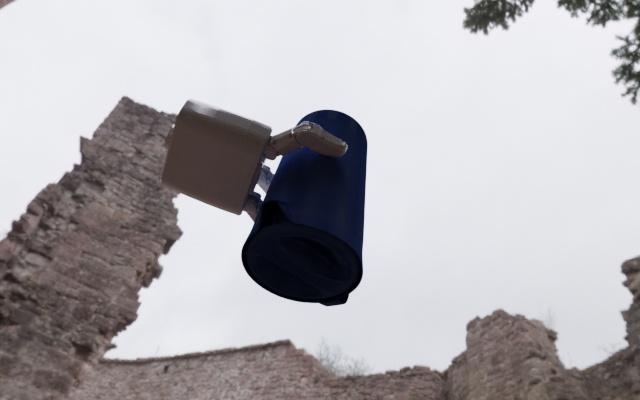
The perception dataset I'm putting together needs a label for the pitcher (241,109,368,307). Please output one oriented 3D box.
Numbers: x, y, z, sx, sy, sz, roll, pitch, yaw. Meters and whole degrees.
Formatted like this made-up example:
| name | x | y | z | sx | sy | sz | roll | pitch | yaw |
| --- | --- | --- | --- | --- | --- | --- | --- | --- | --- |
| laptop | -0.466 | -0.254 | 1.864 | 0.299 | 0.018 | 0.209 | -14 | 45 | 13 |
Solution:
| name | x | y | z | sx | sy | sz | roll | pitch | yaw |
| --- | --- | --- | --- | --- | --- | --- | --- | --- | --- |
| pitcher | 0.000 | 0.002 | 0.600 | 0.145 | 0.242 | 0.149 | 20 | -46 | -7 |
